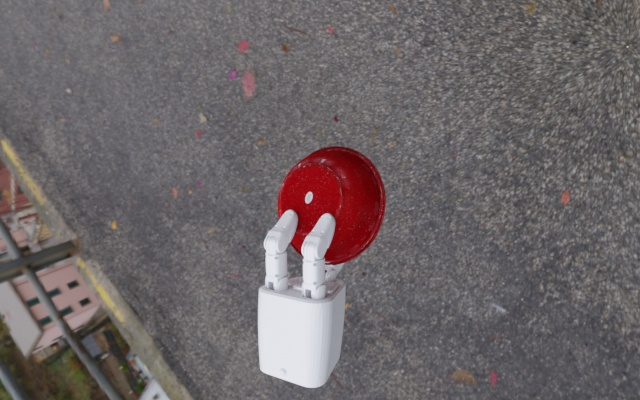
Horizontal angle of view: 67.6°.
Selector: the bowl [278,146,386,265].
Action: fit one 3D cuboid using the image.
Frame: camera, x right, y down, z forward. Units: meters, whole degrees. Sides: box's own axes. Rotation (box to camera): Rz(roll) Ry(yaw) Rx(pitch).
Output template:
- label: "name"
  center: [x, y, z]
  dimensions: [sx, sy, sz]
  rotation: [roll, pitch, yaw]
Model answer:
- label: "bowl"
  center: [0.000, 0.001, 0.620]
  dimensions: [0.162, 0.162, 0.055]
  rotation: [0, -9, 31]
